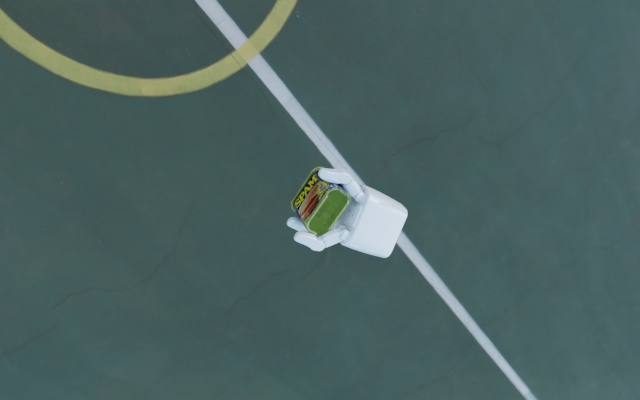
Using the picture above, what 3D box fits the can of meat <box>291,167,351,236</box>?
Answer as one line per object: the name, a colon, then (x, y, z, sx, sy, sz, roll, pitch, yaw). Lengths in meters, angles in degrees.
can of meat: (0.000, 0.003, 0.871, 0.057, 0.102, 0.084, 26, 17, -32)
